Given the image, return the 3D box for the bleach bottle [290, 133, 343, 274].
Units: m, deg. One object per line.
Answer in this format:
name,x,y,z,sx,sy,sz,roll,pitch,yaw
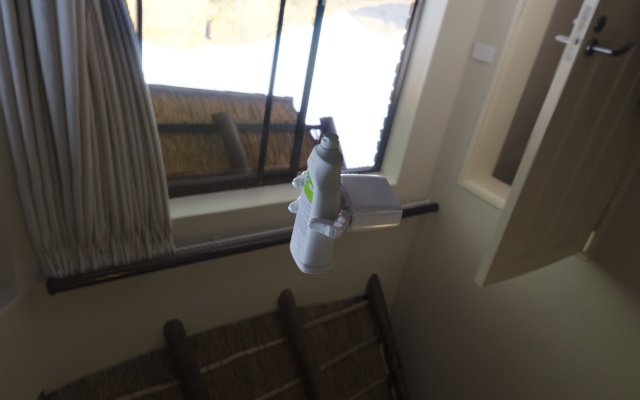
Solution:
bleach bottle,0.000,0.003,0.860,0.068,0.251,0.102,-2,31,-23
